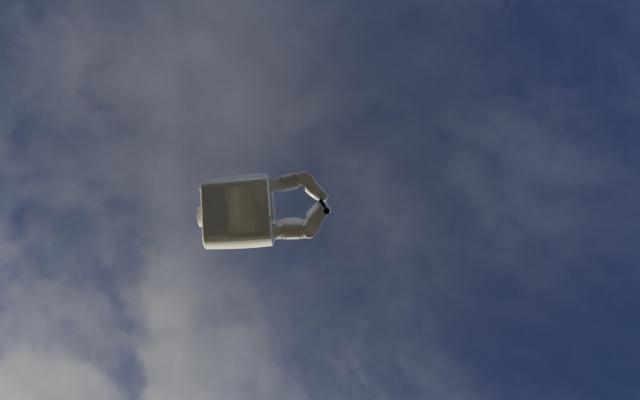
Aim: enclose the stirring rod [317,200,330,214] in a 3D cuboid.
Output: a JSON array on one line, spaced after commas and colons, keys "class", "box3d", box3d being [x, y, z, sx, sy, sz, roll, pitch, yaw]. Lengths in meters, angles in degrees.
[{"class": "stirring rod", "box3d": [0.000, 0.002, 0.753, 0.011, 0.011, 0.239, 0, 6, -4]}]
